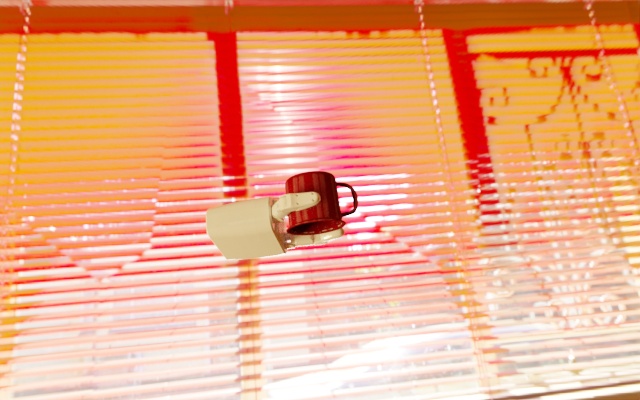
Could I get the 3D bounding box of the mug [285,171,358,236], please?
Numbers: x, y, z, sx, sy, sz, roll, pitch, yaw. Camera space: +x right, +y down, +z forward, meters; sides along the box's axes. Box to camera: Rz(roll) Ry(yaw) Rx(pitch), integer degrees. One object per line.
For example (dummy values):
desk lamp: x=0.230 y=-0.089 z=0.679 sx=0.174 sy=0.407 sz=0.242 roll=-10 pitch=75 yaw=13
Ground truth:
mug: x=0.002 y=0.002 z=0.744 sx=0.117 sy=0.081 sz=0.093 roll=-9 pitch=-16 yaw=5
